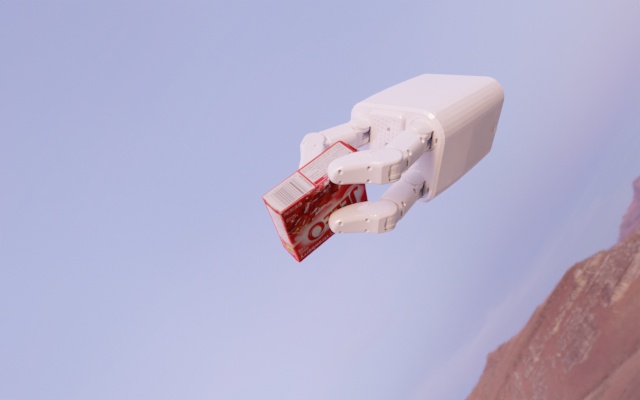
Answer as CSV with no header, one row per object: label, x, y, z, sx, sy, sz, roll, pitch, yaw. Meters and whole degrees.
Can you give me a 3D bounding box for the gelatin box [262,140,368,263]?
gelatin box,0.000,0.001,0.417,0.089,0.073,0.030,-37,53,-18
